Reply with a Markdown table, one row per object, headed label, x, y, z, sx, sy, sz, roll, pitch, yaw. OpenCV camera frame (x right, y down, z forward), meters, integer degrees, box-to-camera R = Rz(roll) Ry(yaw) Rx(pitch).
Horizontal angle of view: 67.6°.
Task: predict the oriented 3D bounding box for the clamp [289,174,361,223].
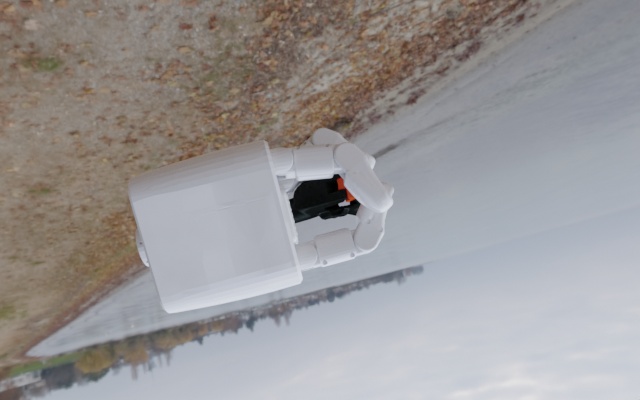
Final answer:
| label | x | y | z | sx | sy | sz | roll | pitch | yaw |
| --- | --- | --- | --- | --- | --- | --- | --- | --- | --- |
| clamp | 0.000 | 0.002 | 0.458 | 0.120 | 0.039 | 0.171 | -15 | -11 | -5 |
